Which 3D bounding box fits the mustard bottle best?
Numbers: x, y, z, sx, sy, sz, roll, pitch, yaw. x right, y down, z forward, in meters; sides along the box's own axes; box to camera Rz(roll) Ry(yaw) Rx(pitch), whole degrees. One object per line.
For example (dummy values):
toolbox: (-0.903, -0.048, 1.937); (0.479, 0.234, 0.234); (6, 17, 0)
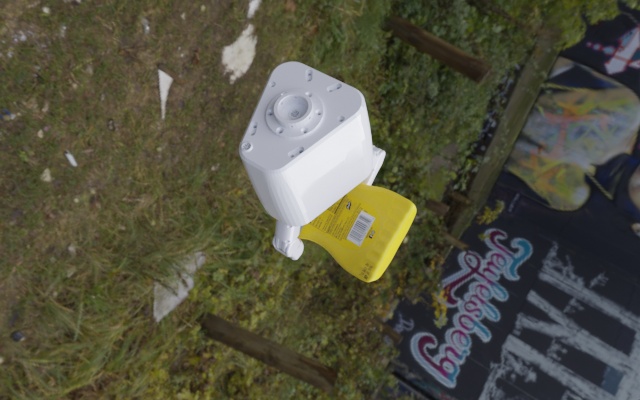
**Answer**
mustard bottle: (0.000, 0.002, 0.526); (0.191, 0.096, 0.058); (30, 7, 20)
